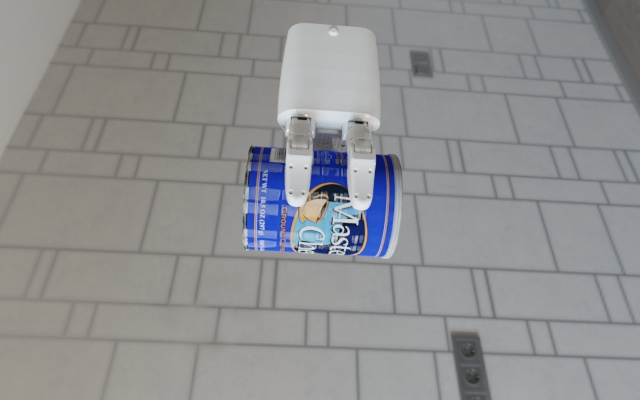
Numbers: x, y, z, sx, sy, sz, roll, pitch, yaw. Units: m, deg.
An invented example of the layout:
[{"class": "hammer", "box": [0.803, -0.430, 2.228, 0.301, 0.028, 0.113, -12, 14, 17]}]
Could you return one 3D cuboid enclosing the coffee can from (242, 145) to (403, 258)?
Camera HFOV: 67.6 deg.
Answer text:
[{"class": "coffee can", "box": [0.000, 0.002, 0.466, 0.140, 0.103, 0.103, 3, 0, -3]}]
